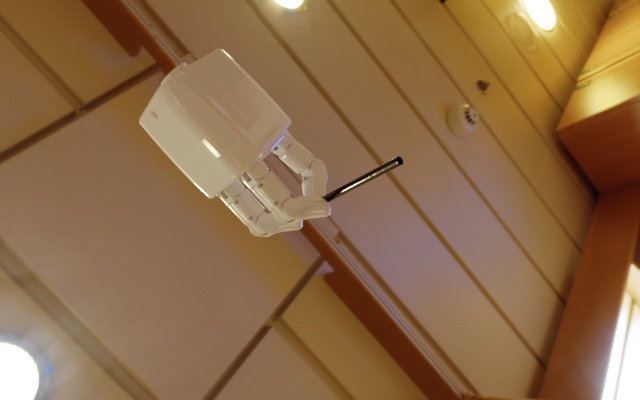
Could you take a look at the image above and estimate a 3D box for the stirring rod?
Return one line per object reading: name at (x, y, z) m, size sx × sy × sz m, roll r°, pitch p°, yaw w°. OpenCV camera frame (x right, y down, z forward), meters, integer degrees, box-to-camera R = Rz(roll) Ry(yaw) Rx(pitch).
stirring rod at (0.000, 0.002, 0.495) m, size 0.011 × 0.011 × 0.239 m, roll 0°, pitch -17°, yaw -35°
